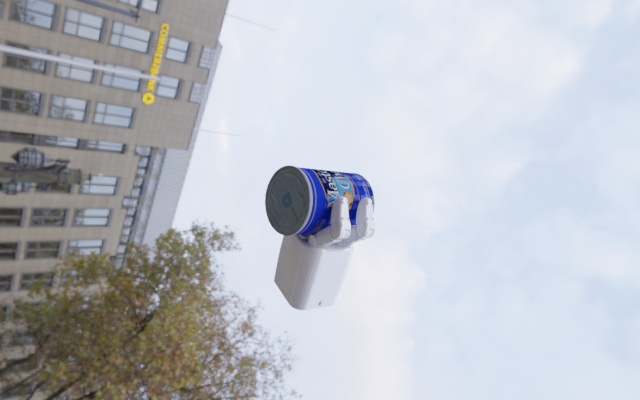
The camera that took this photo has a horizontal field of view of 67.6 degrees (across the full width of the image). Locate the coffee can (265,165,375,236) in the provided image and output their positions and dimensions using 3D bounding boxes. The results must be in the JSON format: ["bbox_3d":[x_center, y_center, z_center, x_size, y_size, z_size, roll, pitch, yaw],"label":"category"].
[{"bbox_3d":[0.000,0.002,0.742,0.140,0.103,0.103,3,-2,-43],"label":"coffee can"}]
